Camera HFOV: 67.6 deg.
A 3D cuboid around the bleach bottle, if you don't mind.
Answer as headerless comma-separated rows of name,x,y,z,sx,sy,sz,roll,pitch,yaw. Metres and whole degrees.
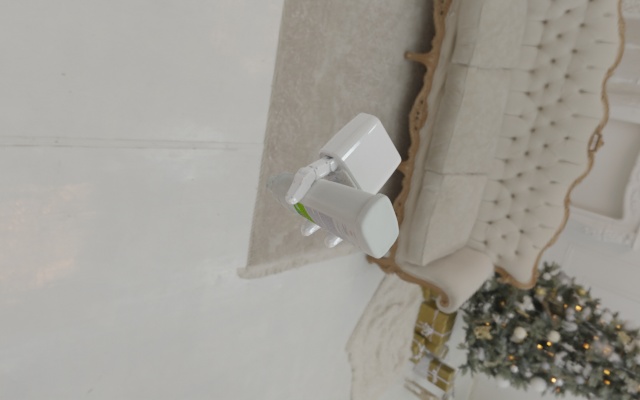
bleach bottle,0.000,0.003,0.753,0.250,0.068,0.103,24,-27,39
